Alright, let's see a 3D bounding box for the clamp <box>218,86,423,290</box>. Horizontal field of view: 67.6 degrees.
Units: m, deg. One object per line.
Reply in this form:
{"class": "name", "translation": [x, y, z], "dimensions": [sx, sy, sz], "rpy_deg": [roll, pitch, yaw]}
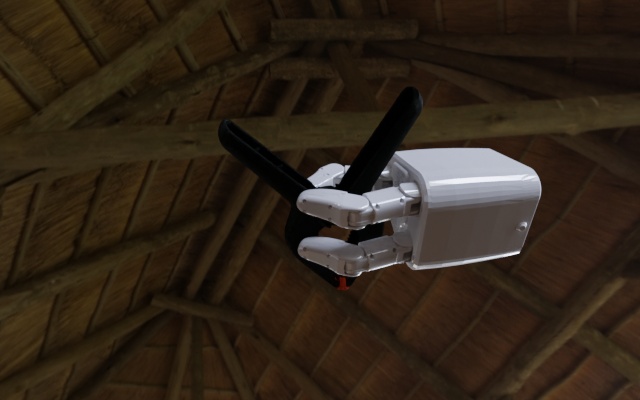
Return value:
{"class": "clamp", "translation": [0.000, 0.001, 0.432], "dimensions": [0.164, 0.210, 0.036], "rpy_deg": [-5, 37, -7]}
